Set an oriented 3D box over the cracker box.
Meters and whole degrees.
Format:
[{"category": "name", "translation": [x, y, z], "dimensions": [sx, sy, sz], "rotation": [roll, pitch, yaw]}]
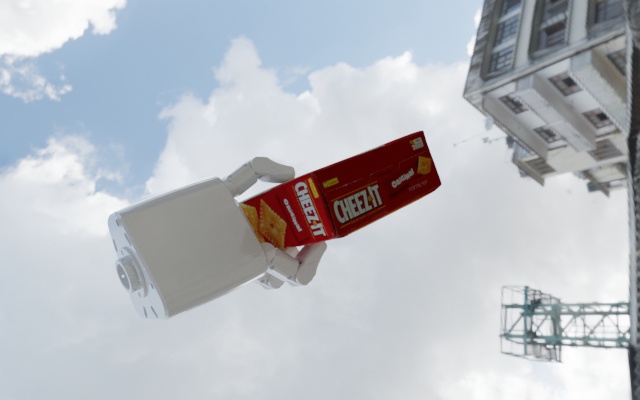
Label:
[{"category": "cracker box", "translation": [0.000, 0.002, 0.536], "dimensions": [0.164, 0.072, 0.214], "rotation": [-24, 4, -38]}]
